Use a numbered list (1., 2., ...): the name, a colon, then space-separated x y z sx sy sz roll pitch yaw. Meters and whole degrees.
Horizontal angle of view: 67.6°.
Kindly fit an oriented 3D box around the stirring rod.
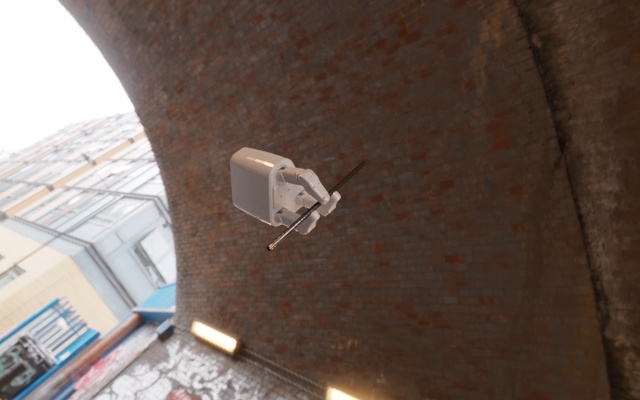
1. stirring rod: 0.000 0.002 0.754 0.011 0.011 0.239 0 34 49
